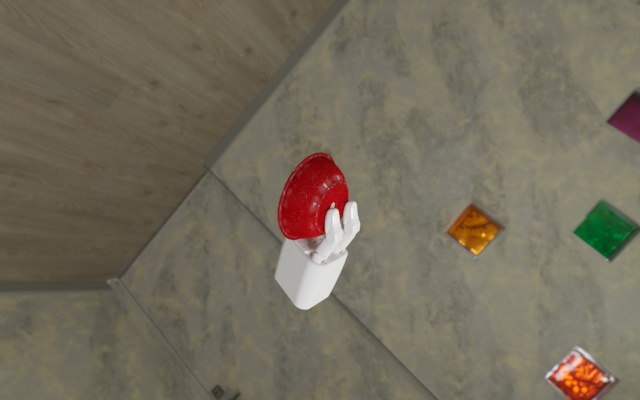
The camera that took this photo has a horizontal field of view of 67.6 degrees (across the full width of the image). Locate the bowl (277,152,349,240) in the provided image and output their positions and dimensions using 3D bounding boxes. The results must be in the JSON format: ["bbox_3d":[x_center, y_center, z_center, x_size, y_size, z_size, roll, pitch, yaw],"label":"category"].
[{"bbox_3d":[0.000,0.002,0.810,0.055,0.162,0.162,24,13,31],"label":"bowl"}]
